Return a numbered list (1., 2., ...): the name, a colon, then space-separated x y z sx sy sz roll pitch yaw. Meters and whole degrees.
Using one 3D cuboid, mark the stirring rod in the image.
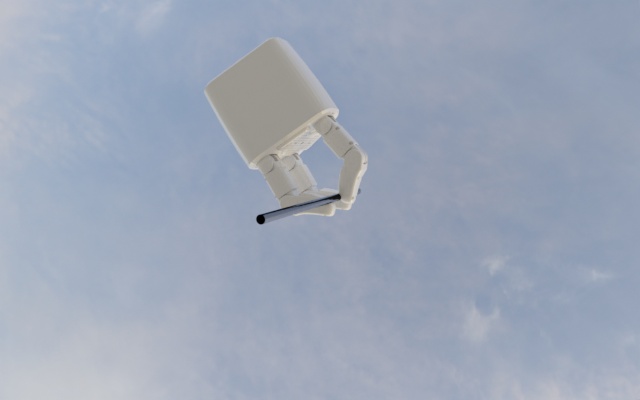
1. stirring rod: 0.000 0.001 0.474 0.011 0.011 0.239 0 6 22
